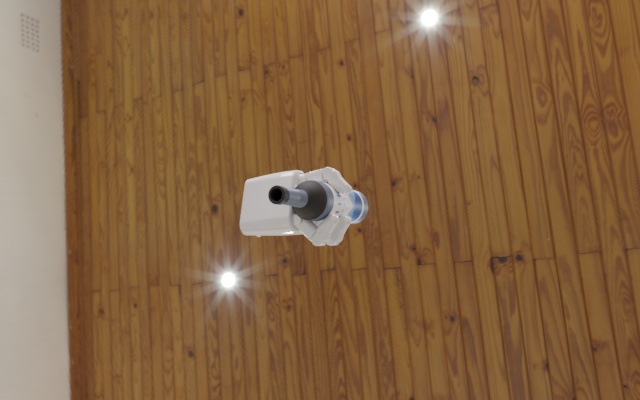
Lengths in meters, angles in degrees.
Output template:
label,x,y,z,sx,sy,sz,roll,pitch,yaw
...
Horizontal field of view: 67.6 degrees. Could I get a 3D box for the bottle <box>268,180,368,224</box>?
label,x,y,z,sx,sy,sz,roll,pitch,yaw
bottle,0.000,0.003,0.811,0.069,0.069,0.296,0,-4,25
